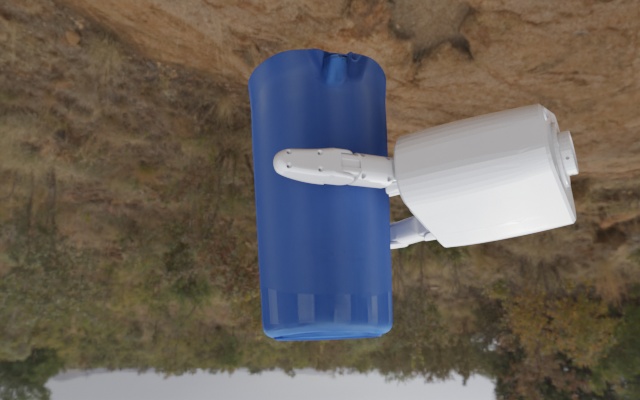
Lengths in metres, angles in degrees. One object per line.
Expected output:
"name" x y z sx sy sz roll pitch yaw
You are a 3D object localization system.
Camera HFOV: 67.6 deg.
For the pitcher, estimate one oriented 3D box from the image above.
"pitcher" 0.000 0.001 0.440 0.145 0.242 0.149 -13 -21 30
